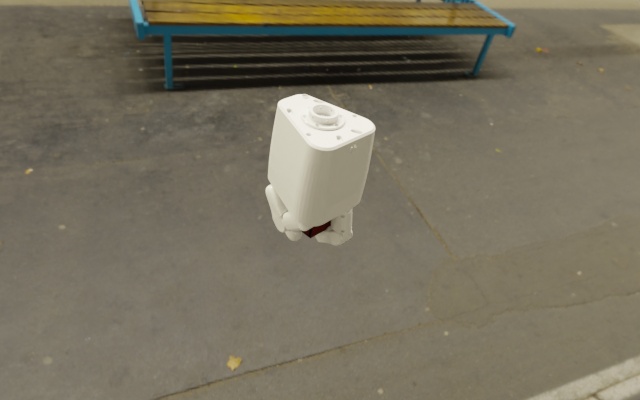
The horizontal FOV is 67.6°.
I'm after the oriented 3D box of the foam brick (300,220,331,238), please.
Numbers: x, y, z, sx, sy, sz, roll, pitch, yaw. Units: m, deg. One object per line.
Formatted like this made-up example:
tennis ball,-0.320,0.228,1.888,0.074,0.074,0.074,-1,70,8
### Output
foam brick,0.000,0.002,0.618,0.078,0.051,0.053,-28,53,-37
